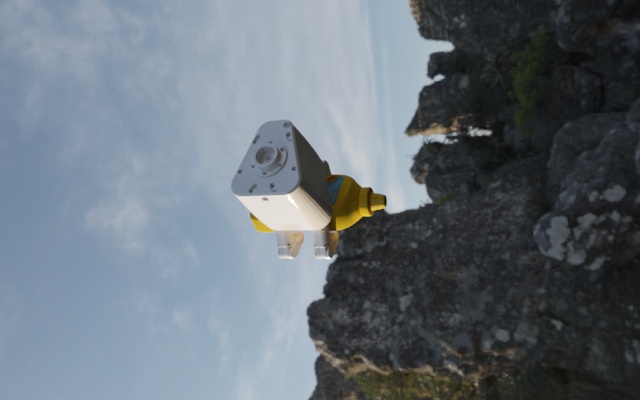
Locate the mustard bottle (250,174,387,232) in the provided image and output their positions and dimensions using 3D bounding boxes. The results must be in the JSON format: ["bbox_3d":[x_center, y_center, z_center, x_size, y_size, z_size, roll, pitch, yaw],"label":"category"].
[{"bbox_3d":[0.000,0.002,0.689,0.191,0.058,0.096,-1,41,21],"label":"mustard bottle"}]
